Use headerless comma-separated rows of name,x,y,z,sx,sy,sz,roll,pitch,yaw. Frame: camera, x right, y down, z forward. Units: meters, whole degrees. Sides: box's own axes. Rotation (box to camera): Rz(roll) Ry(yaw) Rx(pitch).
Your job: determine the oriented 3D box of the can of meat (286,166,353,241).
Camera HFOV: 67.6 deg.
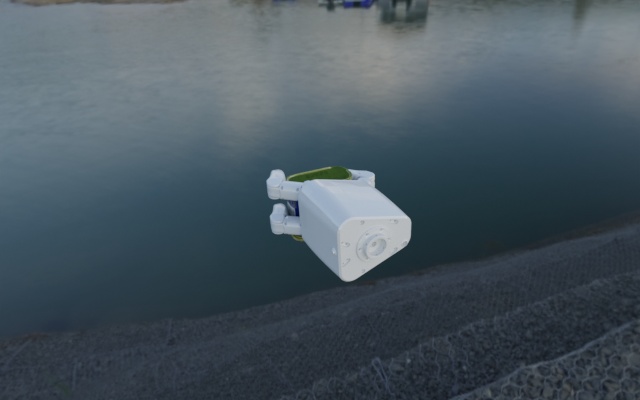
can of meat,0.000,0.002,0.702,0.102,0.084,0.057,-14,31,-17
